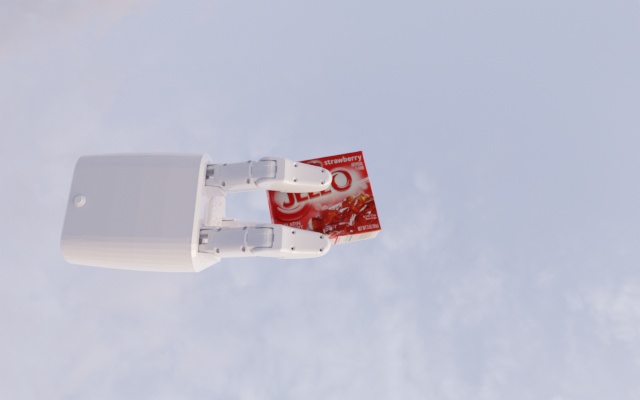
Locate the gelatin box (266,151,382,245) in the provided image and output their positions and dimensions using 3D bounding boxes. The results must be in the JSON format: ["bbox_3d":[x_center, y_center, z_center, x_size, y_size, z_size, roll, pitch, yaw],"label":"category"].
[{"bbox_3d":[0.000,0.001,0.409,0.089,0.073,0.030,-9,-17,-9],"label":"gelatin box"}]
